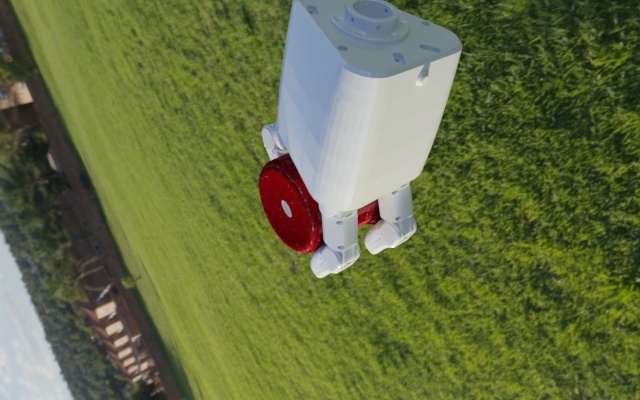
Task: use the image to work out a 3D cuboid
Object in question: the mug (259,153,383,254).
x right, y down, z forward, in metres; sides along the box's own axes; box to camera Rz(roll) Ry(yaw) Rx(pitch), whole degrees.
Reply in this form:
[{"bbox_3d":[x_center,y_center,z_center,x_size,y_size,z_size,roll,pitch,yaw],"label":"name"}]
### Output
[{"bbox_3d":[0.000,0.002,0.414,0.081,0.117,0.093,-25,54,-31],"label":"mug"}]
